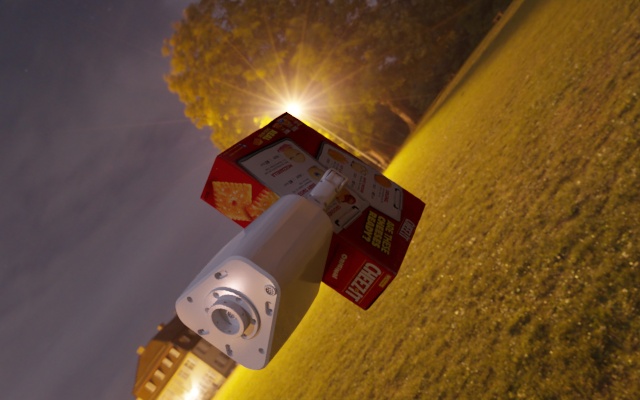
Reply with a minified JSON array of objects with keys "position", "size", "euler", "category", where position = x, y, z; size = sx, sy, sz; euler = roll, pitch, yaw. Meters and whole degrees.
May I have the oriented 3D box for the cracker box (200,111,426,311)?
[{"position":[0.000,0.002,0.546],"size":[0.213,0.072,0.164],"euler":[34,34,4],"category":"cracker box"}]
